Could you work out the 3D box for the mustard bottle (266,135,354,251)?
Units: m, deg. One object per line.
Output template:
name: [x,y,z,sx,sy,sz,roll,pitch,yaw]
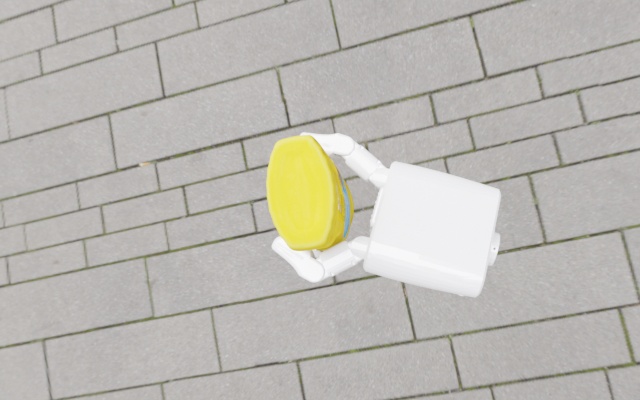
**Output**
mustard bottle: [0.000,0.002,0.479,0.058,0.096,0.191,-11,-7,9]
